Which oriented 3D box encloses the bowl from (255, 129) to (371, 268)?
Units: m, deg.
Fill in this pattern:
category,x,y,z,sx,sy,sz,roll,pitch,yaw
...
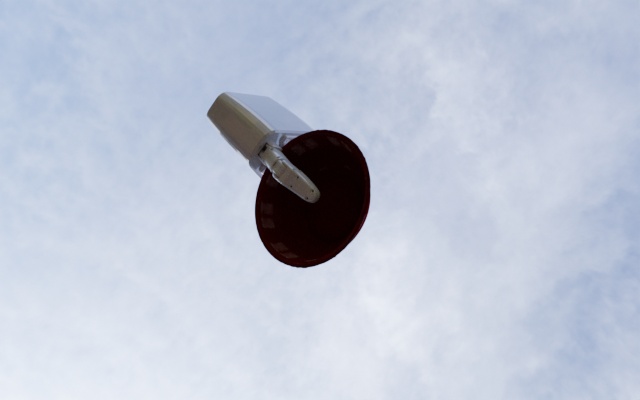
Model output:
category,x,y,z,sx,sy,sz,roll,pitch,yaw
bowl,0.001,0.003,0.560,0.162,0.162,0.055,0,-14,36
